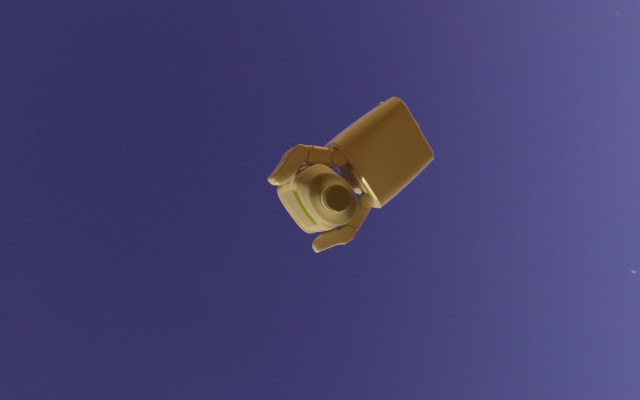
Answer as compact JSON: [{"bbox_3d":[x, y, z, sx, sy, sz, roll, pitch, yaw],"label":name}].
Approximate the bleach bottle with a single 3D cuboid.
[{"bbox_3d":[0.000,0.002,0.631,0.068,0.102,0.251,-39,8,-8],"label":"bleach bottle"}]
